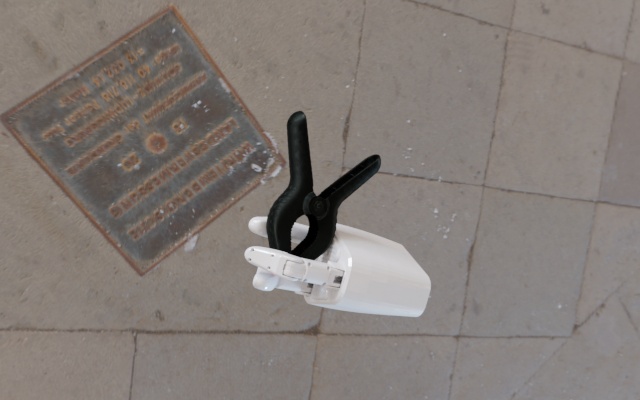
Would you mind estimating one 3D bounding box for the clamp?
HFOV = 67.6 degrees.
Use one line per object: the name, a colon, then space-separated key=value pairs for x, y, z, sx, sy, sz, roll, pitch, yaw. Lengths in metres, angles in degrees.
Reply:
clamp: x=0.000 y=0.002 z=0.517 sx=0.120 sy=0.171 sz=0.039 roll=16 pitch=1 yaw=-22
